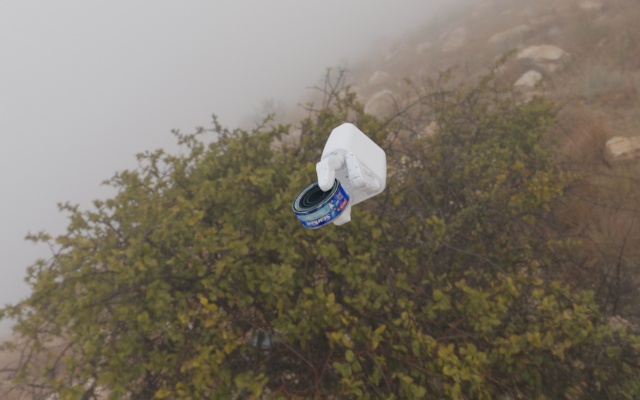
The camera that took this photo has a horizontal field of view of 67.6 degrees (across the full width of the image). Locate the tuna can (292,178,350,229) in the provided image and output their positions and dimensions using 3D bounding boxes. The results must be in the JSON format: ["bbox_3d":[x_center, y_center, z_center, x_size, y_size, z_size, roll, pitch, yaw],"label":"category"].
[{"bbox_3d":[0.000,0.002,0.732,0.086,0.034,0.086,-27,28,15],"label":"tuna can"}]
